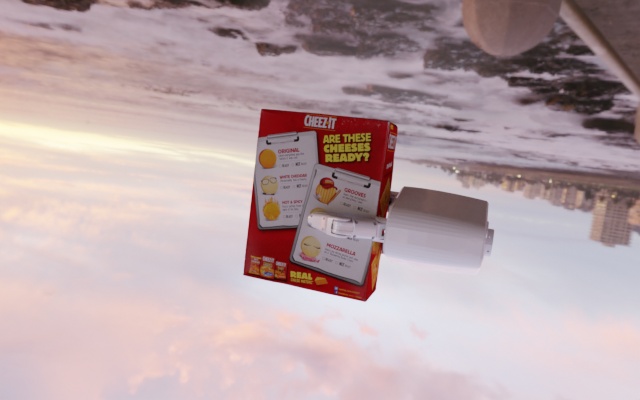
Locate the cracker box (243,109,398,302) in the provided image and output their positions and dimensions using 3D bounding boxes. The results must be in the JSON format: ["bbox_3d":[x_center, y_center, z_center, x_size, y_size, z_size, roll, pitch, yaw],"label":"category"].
[{"bbox_3d":[0.000,0.002,0.600,0.164,0.214,0.072,9,6,17],"label":"cracker box"}]
